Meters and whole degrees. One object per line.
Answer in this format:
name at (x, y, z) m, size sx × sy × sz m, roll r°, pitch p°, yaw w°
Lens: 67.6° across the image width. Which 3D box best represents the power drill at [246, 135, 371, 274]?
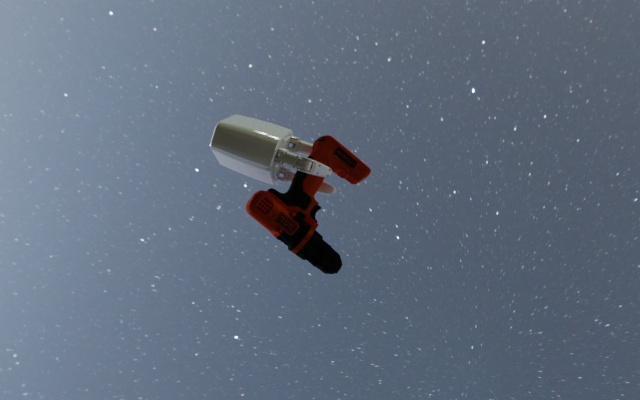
power drill at (0.000, 0.002, 0.780) m, size 0.184 × 0.187 × 0.057 m, roll 40°, pitch -17°, yaw -9°
